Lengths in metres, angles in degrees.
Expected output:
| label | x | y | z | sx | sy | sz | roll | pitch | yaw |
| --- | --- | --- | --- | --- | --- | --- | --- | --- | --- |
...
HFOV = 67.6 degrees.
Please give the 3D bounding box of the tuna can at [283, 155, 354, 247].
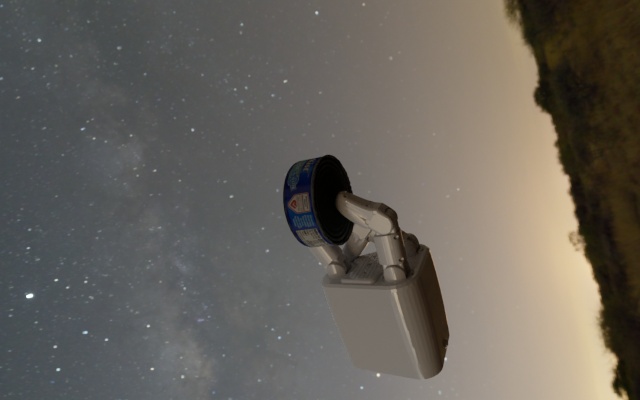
| label | x | y | z | sx | sy | sz | roll | pitch | yaw |
| --- | --- | --- | --- | --- | --- | --- | --- | --- | --- |
| tuna can | 0.000 | 0.001 | 0.455 | 0.034 | 0.086 | 0.086 | -8 | -4 | 27 |
